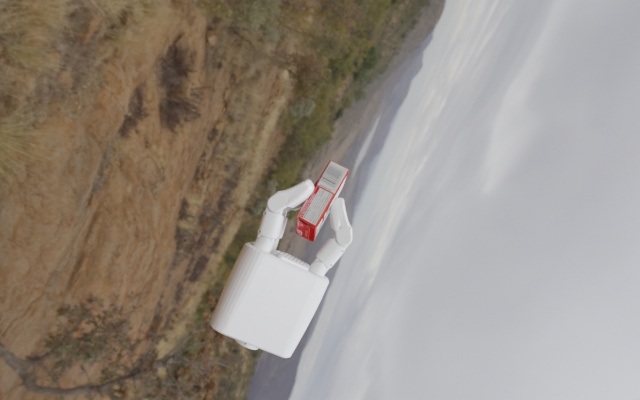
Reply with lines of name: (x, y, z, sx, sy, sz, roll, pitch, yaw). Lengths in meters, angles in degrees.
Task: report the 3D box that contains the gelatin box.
gelatin box: (0.001, 0.002, 0.607, 0.030, 0.089, 0.073, 29, -16, 5)
